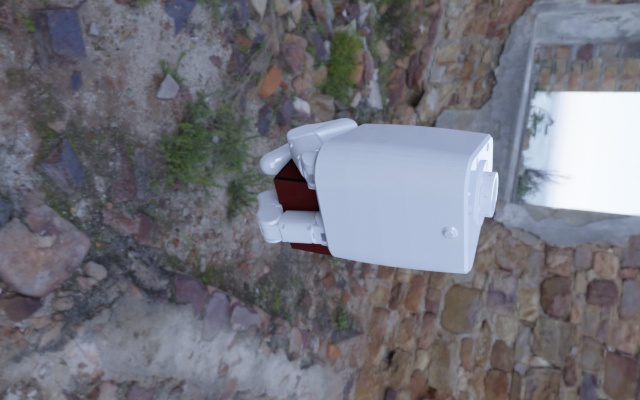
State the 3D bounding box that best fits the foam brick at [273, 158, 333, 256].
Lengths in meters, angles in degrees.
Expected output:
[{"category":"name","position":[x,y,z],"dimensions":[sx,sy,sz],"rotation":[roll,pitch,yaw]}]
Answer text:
[{"category":"foam brick","position":[0.000,0.002,0.417],"dimensions":[0.051,0.078,0.053],"rotation":[7,38,26]}]
